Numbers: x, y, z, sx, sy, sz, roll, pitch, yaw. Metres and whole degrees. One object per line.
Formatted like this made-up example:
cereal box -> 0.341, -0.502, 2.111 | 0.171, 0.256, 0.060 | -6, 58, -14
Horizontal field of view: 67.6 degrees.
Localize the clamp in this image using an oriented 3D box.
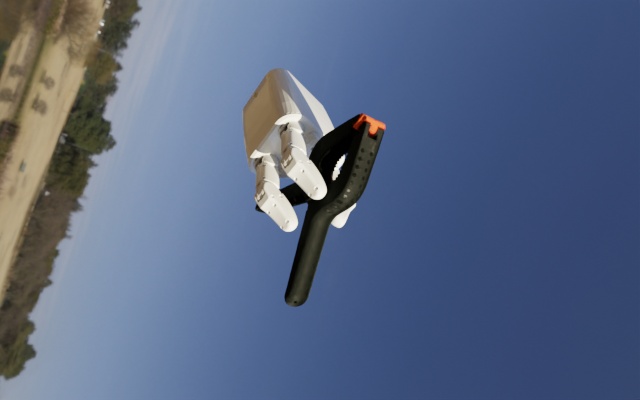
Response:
clamp -> 0.001, 0.001, 0.518 | 0.036, 0.164, 0.210 | 16, -51, -36
